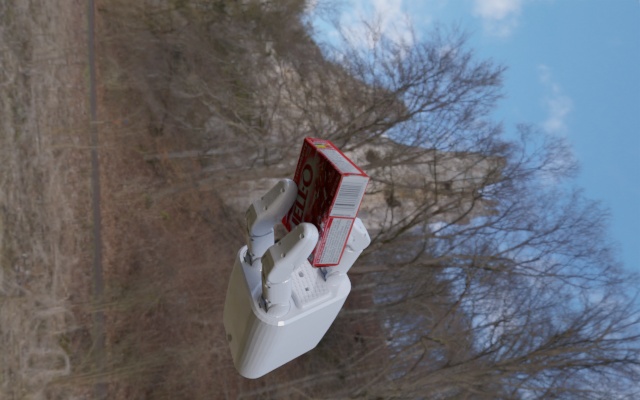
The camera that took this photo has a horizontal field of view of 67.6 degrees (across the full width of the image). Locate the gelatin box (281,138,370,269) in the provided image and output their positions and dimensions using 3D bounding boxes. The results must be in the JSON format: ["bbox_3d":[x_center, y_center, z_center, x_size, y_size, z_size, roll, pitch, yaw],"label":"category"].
[{"bbox_3d":[0.001,0.001,0.411,0.030,0.089,0.073,3,28,-30],"label":"gelatin box"}]
